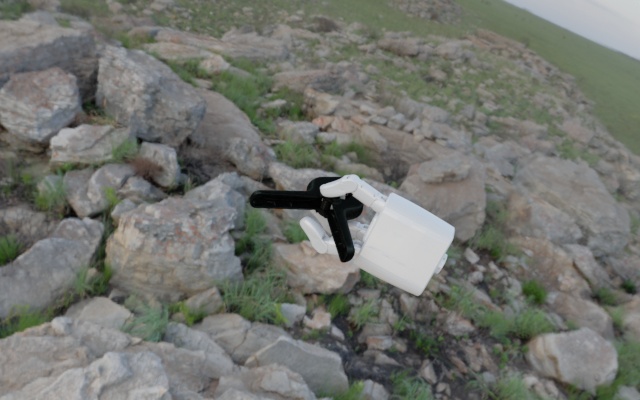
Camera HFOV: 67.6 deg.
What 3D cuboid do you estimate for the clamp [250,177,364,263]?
[{"bbox_3d":[0.001,0.002,0.720,0.164,0.036,0.210,28,29,7],"label":"clamp"}]
